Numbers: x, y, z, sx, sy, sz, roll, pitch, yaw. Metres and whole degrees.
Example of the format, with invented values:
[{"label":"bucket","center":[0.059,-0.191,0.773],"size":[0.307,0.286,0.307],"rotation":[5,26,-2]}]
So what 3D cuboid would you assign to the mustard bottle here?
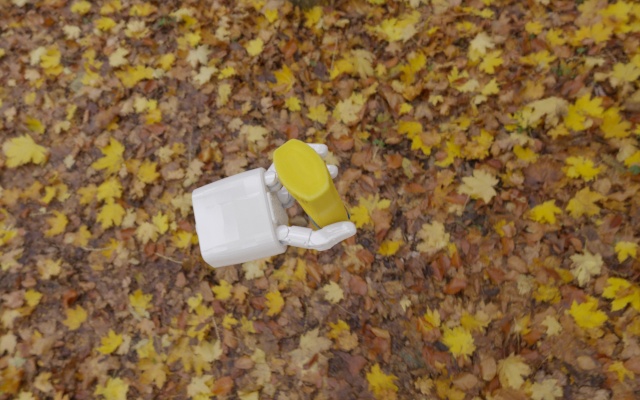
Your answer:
[{"label":"mustard bottle","center":[0.000,0.002,0.654],"size":[0.058,0.096,0.192],"rotation":[-36,-31,-3]}]
